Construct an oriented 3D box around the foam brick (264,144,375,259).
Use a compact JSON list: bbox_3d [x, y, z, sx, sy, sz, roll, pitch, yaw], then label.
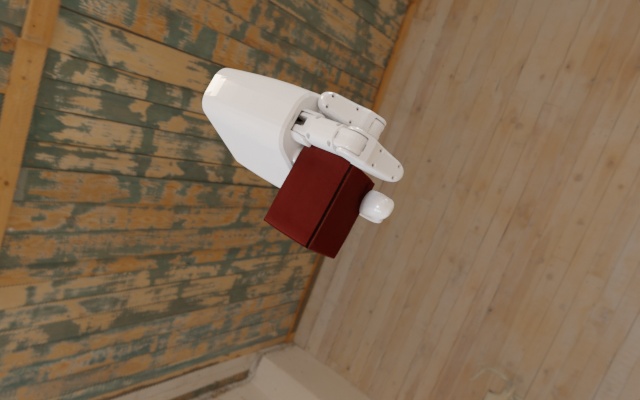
[{"bbox_3d":[0.000,0.002,0.403,0.051,0.078,0.053,26,-5,30],"label":"foam brick"}]
